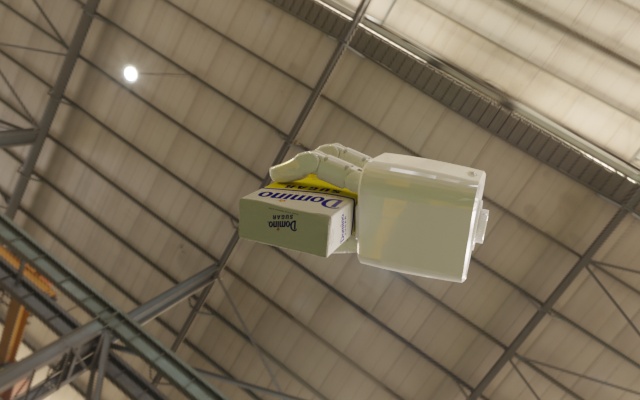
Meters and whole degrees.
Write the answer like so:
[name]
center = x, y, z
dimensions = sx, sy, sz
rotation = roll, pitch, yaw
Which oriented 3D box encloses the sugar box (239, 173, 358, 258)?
[sugar box]
center = 0.000, 0.001, 0.498
dimensions = 0.093, 0.048, 0.176
rotation = 11, 17, 20
